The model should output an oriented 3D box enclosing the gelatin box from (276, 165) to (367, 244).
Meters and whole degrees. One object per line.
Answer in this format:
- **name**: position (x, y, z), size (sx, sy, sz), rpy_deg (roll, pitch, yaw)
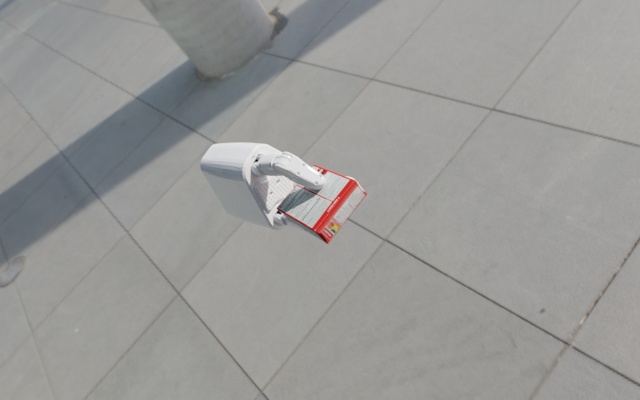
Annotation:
- **gelatin box**: position (0.000, 0.002, 0.556), size (0.030, 0.073, 0.089), rpy_deg (46, -12, -36)
